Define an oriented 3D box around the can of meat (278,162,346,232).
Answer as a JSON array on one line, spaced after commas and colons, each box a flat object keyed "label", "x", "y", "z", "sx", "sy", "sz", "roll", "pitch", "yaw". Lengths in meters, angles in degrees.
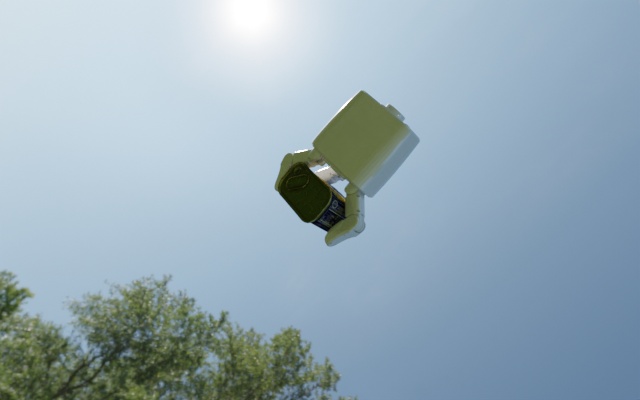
[{"label": "can of meat", "x": 0.000, "y": 0.002, "z": 0.681, "sx": 0.084, "sy": 0.057, "sz": 0.102, "roll": 32, "pitch": 10, "yaw": -47}]
